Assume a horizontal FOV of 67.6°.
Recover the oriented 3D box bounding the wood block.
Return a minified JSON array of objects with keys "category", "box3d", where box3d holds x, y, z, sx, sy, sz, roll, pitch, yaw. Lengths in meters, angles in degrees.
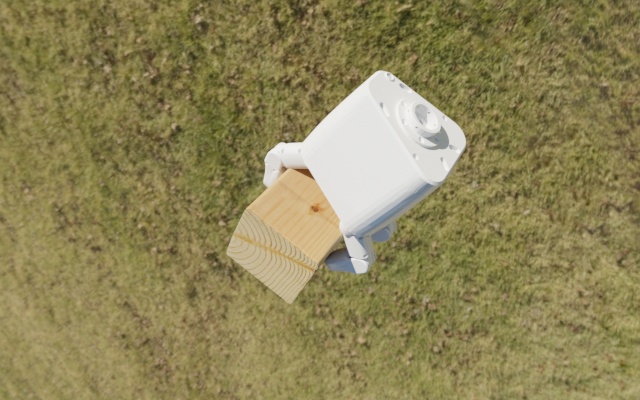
[{"category":"wood block","box3d":[0.000,0.001,0.543,0.206,0.091,0.090,-47,-7,-42]}]
